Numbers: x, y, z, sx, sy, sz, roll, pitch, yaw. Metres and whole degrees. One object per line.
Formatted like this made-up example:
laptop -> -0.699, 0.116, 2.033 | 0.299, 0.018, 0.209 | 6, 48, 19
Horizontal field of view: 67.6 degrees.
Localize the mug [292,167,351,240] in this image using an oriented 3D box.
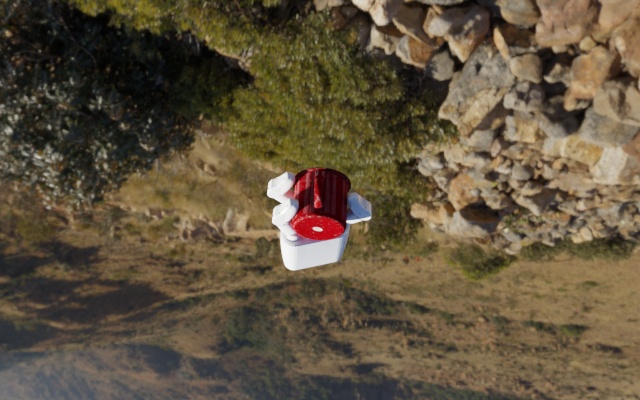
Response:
mug -> 0.000, 0.002, 0.717 | 0.093, 0.081, 0.117 | 3, -31, 0
